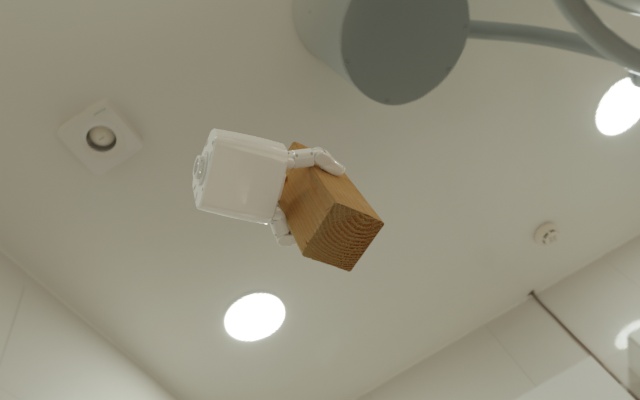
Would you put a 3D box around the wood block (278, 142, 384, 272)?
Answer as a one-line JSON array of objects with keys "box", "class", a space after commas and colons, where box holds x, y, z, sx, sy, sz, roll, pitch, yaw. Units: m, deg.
[{"box": [0.000, 0.002, 0.727, 0.090, 0.091, 0.206, 23, 20, -30], "class": "wood block"}]
